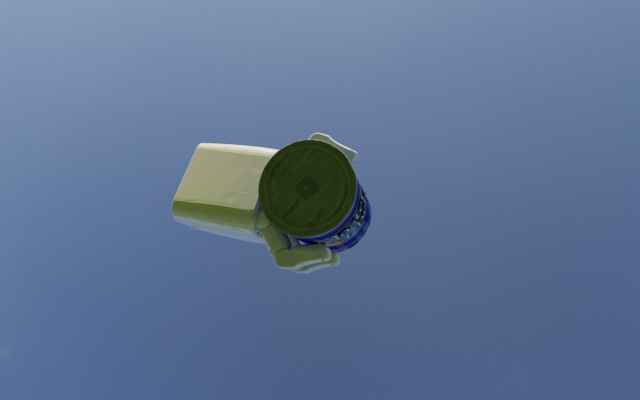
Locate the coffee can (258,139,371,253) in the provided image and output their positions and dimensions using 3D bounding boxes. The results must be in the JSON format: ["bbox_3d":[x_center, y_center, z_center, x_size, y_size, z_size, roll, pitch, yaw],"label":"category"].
[{"bbox_3d":[0.000,0.002,0.547,0.103,0.102,0.140,0,-13,12],"label":"coffee can"}]
